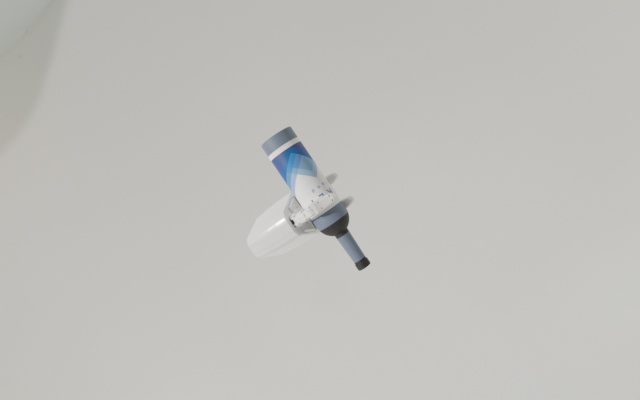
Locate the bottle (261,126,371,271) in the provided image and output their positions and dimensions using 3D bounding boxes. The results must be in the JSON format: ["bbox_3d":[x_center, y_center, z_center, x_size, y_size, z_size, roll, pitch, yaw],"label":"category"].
[{"bbox_3d":[0.000,0.003,0.890,0.069,0.296,0.069,-34,2,1],"label":"bottle"}]
